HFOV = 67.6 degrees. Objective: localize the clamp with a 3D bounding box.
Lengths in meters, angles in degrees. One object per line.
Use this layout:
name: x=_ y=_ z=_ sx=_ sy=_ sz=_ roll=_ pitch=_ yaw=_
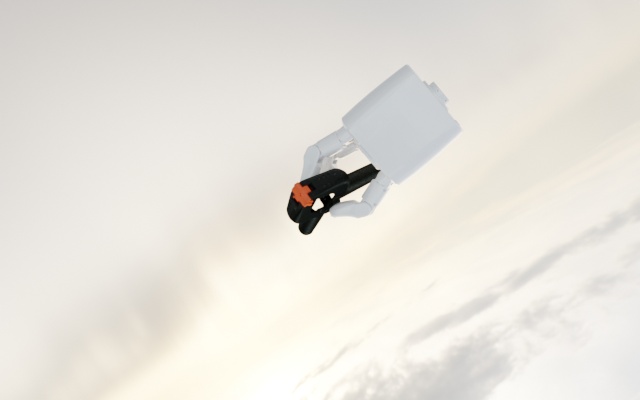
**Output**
clamp: x=0.001 y=0.003 z=0.656 sx=0.164 sy=0.036 sz=0.210 roll=-42 pitch=-12 yaw=18
